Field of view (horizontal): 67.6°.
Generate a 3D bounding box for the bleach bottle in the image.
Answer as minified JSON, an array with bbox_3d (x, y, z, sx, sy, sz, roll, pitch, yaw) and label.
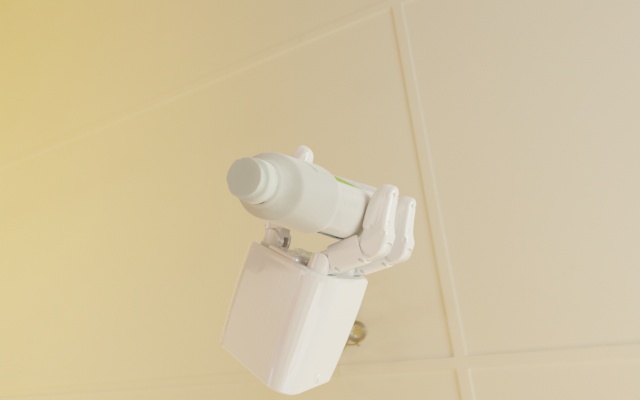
[{"bbox_3d":[0.000,0.001,0.429,0.102,0.068,0.251,19,0,29],"label":"bleach bottle"}]
